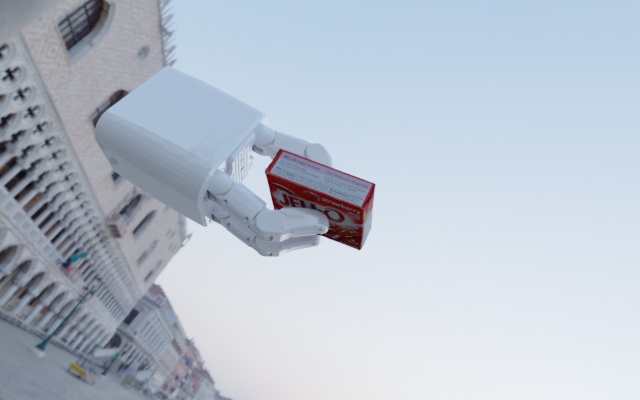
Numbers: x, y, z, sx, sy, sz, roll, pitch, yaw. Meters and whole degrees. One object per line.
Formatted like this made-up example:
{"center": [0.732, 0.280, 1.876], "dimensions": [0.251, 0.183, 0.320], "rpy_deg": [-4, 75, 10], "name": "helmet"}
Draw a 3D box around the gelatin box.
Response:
{"center": [0.001, 0.001, 0.408], "dimensions": [0.089, 0.030, 0.073], "rpy_deg": [21, -29, 14], "name": "gelatin box"}
